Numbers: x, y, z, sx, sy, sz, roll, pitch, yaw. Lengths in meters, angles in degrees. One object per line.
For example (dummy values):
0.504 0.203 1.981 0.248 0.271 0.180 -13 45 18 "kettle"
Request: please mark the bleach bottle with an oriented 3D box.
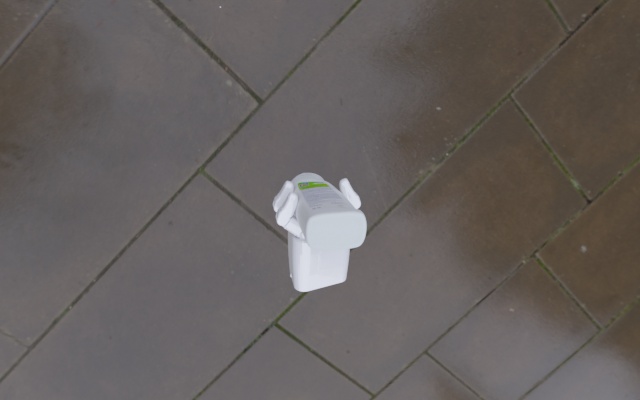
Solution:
0.000 0.003 0.860 0.102 0.068 0.250 -2 22 -11 "bleach bottle"
